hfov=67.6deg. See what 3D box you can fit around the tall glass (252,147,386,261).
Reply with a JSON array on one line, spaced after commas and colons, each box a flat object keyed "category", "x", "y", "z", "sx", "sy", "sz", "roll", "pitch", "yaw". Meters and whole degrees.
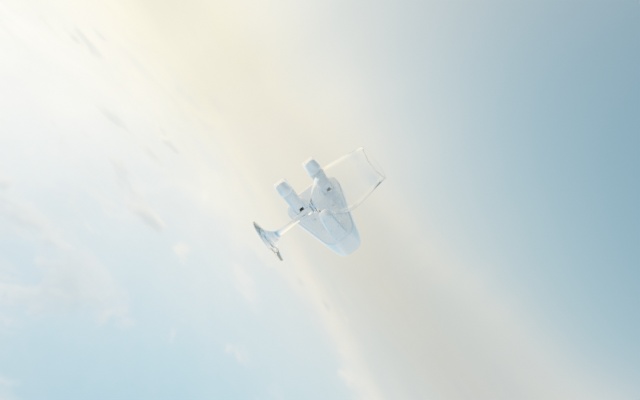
[{"category": "tall glass", "x": 0.000, "y": 0.003, "z": 0.719, "sx": 0.201, "sy": 0.079, "sz": 0.079, "roll": -37, "pitch": 0, "yaw": 0}]
